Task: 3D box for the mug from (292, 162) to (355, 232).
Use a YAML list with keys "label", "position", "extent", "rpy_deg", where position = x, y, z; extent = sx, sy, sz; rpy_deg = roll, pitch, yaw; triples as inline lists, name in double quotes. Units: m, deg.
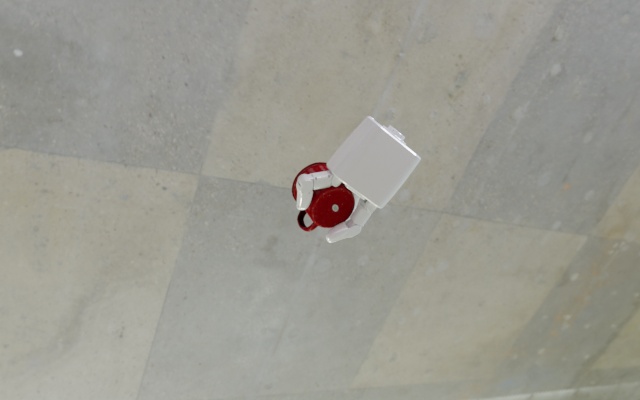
- label: "mug"
  position: [-0.001, 0.004, 0.819]
  extent: [0.093, 0.117, 0.081]
  rpy_deg: [29, 16, -36]
